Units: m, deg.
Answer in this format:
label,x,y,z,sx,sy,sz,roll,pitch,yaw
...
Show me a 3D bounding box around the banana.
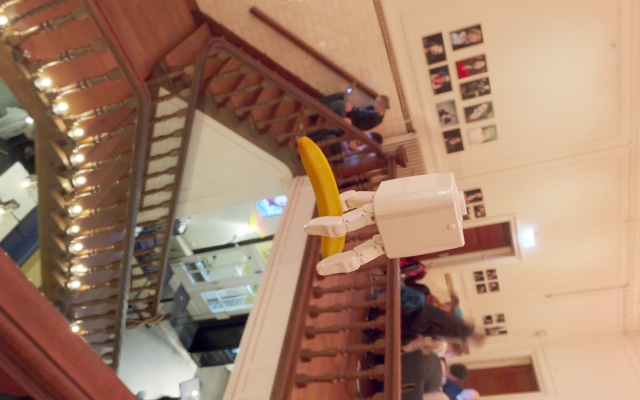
label,x,y,z,sx,sy,sz,roll,pitch,yaw
banana,0.006,0.002,0.699,0.037,0.198,0.069,-8,8,19
